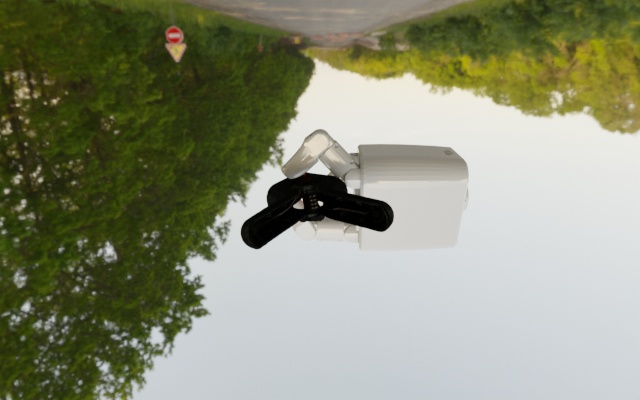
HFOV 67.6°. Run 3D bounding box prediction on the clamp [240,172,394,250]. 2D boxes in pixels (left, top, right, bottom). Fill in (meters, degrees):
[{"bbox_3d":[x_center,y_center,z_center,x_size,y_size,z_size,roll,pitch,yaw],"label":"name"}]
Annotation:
[{"bbox_3d":[0.000,0.002,0.438,0.120,0.039,0.171,0,18,2],"label":"clamp"}]
